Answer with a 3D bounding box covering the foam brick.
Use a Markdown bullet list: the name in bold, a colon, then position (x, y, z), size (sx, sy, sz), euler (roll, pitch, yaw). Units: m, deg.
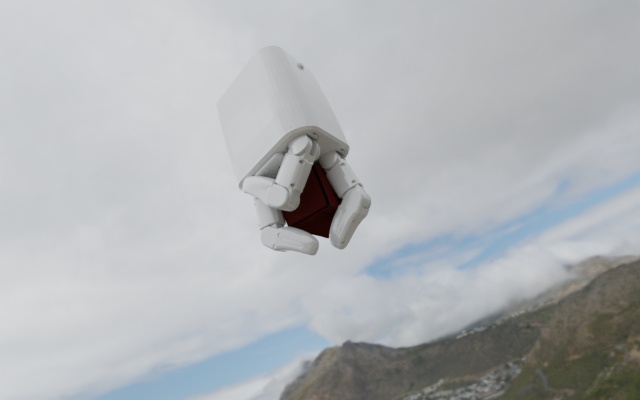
- **foam brick**: position (0.000, 0.002, 0.492), size (0.053, 0.051, 0.078), euler (-32, -25, 21)
